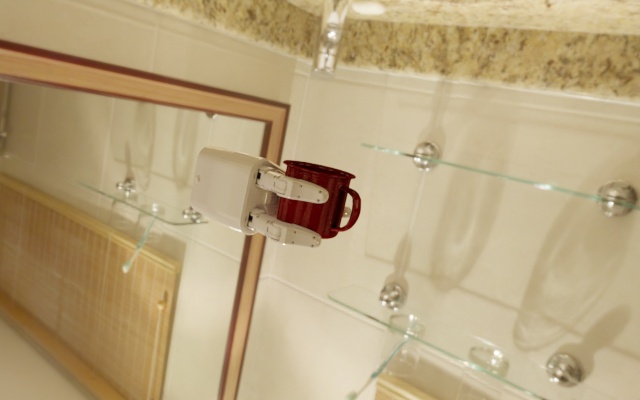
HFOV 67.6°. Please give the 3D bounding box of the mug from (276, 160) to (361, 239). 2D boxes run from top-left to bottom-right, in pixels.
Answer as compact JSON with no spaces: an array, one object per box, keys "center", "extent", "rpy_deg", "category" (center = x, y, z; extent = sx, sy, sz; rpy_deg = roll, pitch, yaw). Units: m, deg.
[{"center":[0.001,0.003,0.594],"extent":[0.117,0.081,0.093],"rpy_deg":[19,12,34],"category":"mug"}]
